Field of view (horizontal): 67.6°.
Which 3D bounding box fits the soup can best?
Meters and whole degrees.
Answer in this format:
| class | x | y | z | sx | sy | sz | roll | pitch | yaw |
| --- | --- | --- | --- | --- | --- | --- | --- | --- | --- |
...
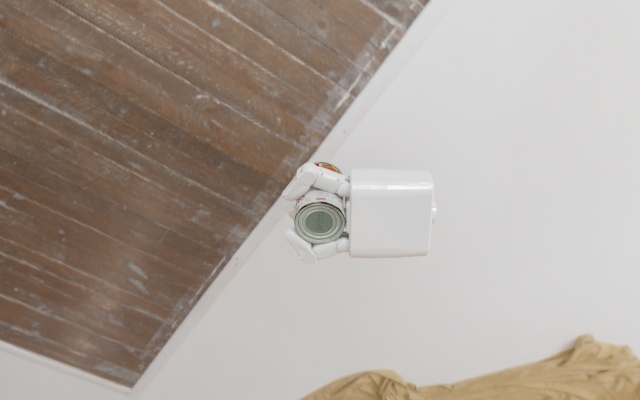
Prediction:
| class | x | y | z | sx | sy | sz | roll | pitch | yaw |
| --- | --- | --- | --- | --- | --- | --- | --- | --- | --- |
| soup can | 0.000 | 0.002 | 0.648 | 0.068 | 0.068 | 0.102 | 0 | 34 | 1 |
